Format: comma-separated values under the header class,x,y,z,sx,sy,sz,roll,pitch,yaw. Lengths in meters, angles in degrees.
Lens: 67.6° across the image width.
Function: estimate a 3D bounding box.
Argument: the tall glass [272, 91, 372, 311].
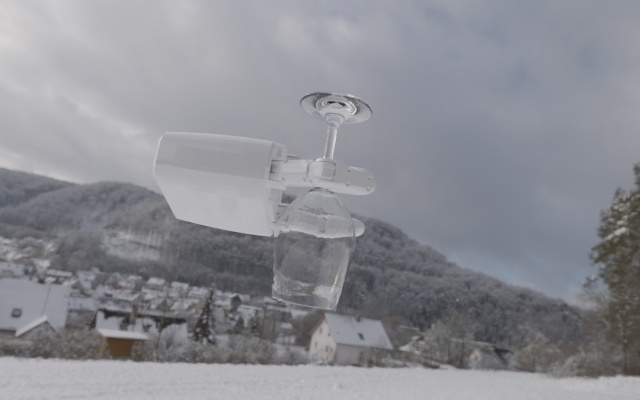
class,x,y,z,sx,sy,sz,roll,pitch,yaw
tall glass,0.000,0.001,0.465,0.079,0.201,0.079,8,-12,2
